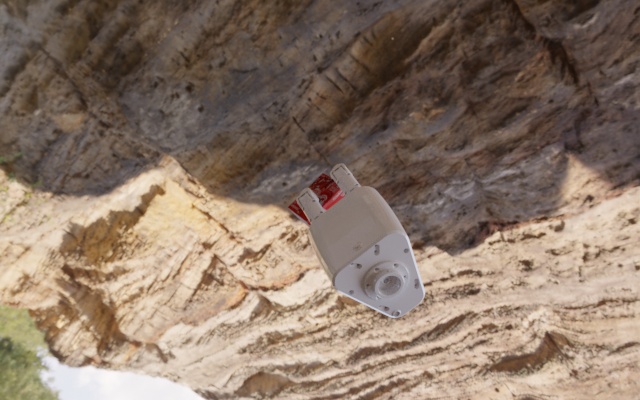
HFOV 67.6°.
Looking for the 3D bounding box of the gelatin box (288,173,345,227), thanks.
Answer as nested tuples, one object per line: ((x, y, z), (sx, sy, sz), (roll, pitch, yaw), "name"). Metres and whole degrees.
((0.000, 0.002, 0.665), (0.030, 0.073, 0.089), (47, -6, -23), "gelatin box")
